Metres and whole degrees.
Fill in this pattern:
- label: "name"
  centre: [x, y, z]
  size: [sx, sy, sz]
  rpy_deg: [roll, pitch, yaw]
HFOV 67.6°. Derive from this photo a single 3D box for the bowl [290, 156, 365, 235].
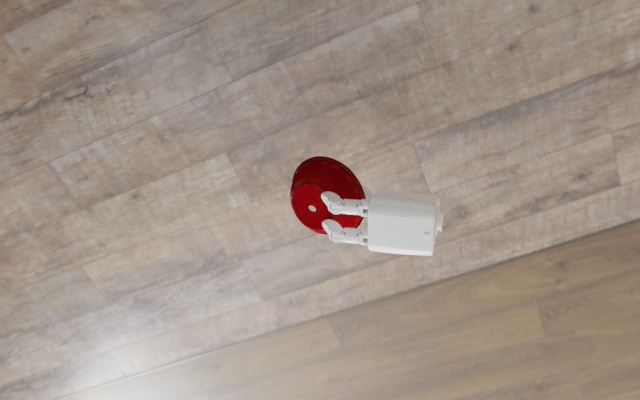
- label: "bowl"
  centre: [-0.001, 0.003, 0.880]
  size: [0.162, 0.162, 0.055]
  rpy_deg: [0, 23, 34]
